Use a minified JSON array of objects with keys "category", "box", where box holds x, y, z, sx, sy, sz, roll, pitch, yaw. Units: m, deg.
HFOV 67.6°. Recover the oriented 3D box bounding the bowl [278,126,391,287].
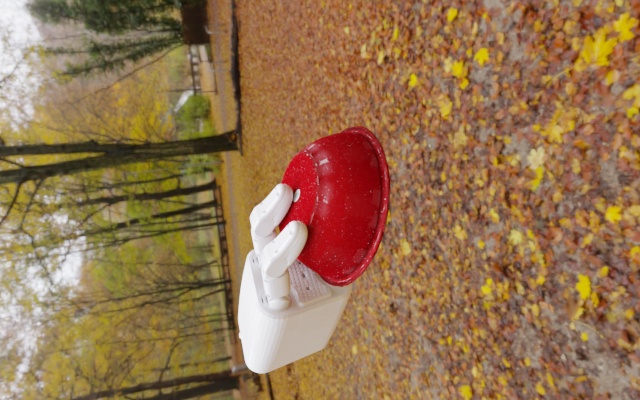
[{"category":"bowl","box":[0.000,0.000,0.469,0.055,0.162,0.162,9,-4,-27]}]
